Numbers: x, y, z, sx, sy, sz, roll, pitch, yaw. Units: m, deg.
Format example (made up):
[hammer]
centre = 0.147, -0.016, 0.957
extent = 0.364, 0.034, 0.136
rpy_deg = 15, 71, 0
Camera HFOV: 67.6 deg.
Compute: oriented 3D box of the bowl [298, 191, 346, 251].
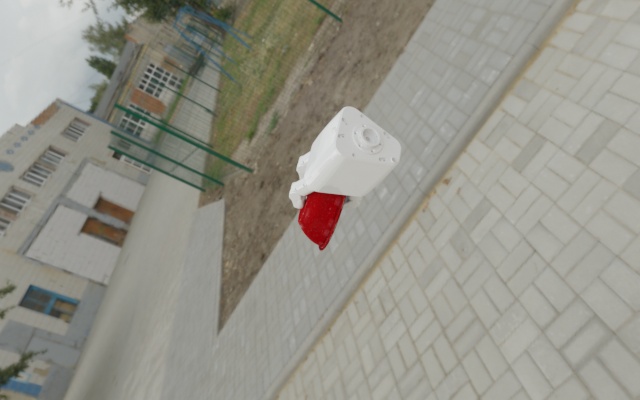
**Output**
[bowl]
centre = -0.001, 0.003, 0.832
extent = 0.055, 0.162, 0.162
rpy_deg = 17, -2, -7
